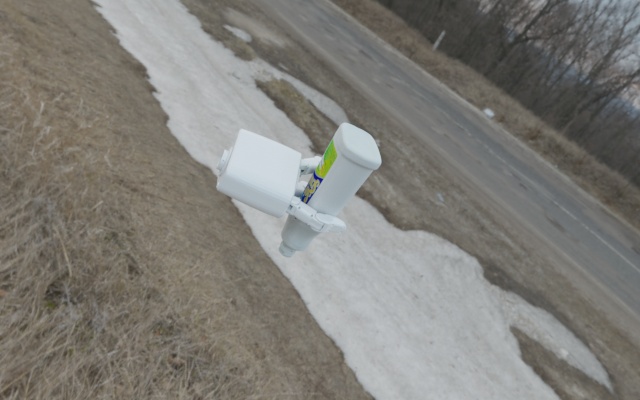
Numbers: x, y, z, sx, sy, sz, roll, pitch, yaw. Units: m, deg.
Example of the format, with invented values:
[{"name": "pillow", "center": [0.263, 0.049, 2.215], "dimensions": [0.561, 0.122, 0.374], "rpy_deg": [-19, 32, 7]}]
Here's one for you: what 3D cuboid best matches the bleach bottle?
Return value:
[{"name": "bleach bottle", "center": [0.000, 0.002, 0.770], "dimensions": [0.068, 0.251, 0.102], "rpy_deg": [23, 30, -18]}]
